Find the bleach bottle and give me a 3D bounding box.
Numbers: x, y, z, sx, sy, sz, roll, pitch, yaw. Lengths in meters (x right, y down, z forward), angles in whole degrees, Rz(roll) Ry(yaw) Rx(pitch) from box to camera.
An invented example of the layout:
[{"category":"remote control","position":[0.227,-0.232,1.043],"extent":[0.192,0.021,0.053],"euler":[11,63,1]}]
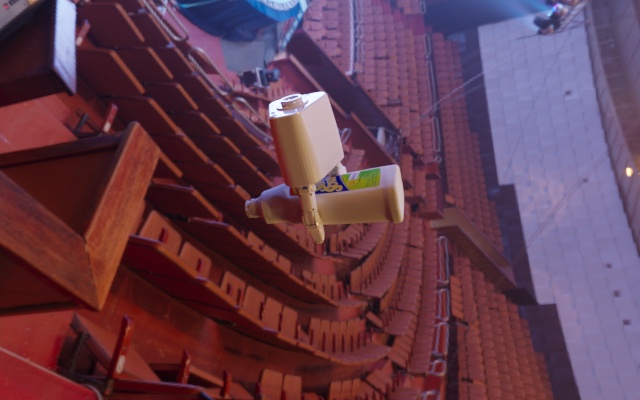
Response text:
[{"category":"bleach bottle","position":[0.000,0.002,0.745],"extent":[0.251,0.068,0.102],"euler":[-8,27,15]}]
